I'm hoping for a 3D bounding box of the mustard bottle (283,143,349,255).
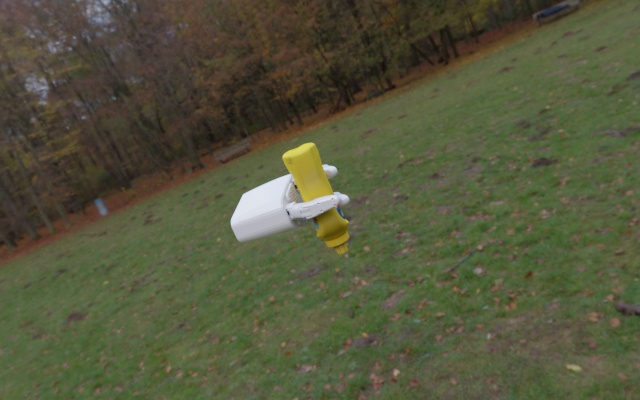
[{"bbox_3d":[0.000,0.002,0.790,0.058,0.192,0.096,-24,12,-3],"label":"mustard bottle"}]
